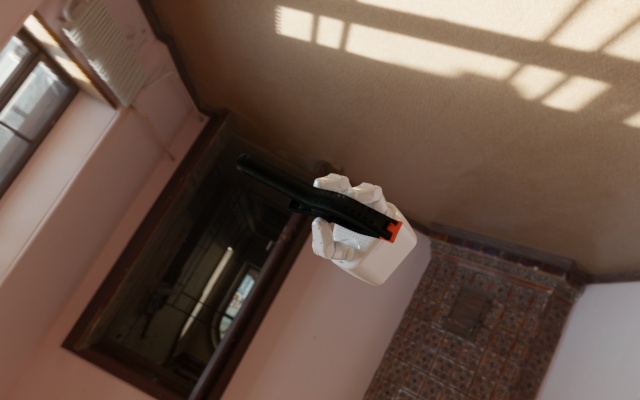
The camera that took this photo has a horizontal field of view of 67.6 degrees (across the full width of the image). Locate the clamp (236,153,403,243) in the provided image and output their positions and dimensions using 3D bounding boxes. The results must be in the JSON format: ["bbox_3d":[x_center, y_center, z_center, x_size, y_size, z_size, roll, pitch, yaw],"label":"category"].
[{"bbox_3d":[0.000,0.003,0.602,0.210,0.036,0.165,19,-11,36],"label":"clamp"}]
